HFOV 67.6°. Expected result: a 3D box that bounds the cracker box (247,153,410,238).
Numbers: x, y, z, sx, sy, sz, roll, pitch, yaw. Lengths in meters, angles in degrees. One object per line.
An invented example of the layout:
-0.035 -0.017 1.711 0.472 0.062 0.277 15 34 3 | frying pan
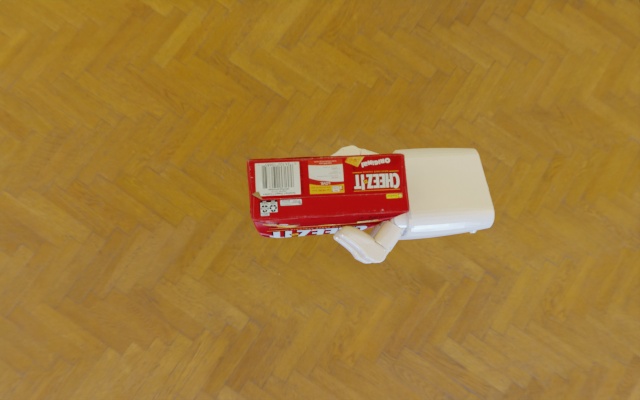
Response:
0.000 0.002 0.583 0.164 0.072 0.214 -3 -8 -5 | cracker box
